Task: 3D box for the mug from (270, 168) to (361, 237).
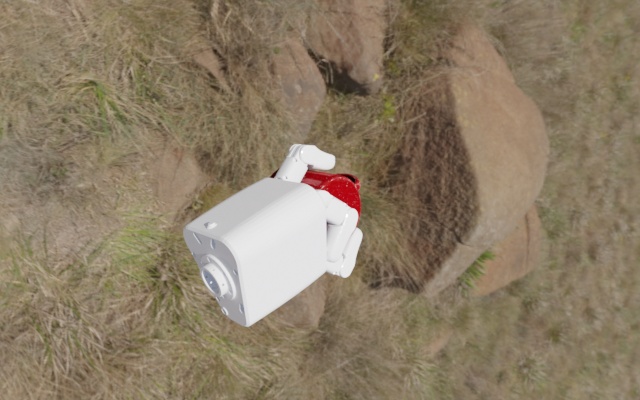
[{"bbox_3d":[0.001,0.001,0.557,0.081,0.093,0.117,12,36,45],"label":"mug"}]
